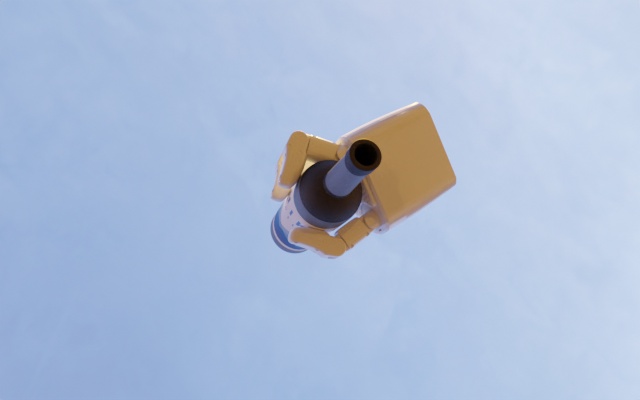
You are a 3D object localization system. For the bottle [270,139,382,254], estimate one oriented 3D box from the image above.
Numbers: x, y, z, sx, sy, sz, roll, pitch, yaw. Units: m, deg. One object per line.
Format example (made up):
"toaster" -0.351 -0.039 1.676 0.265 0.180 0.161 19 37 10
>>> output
"bottle" 0.000 0.002 0.513 0.069 0.069 0.296 0 -15 -15
